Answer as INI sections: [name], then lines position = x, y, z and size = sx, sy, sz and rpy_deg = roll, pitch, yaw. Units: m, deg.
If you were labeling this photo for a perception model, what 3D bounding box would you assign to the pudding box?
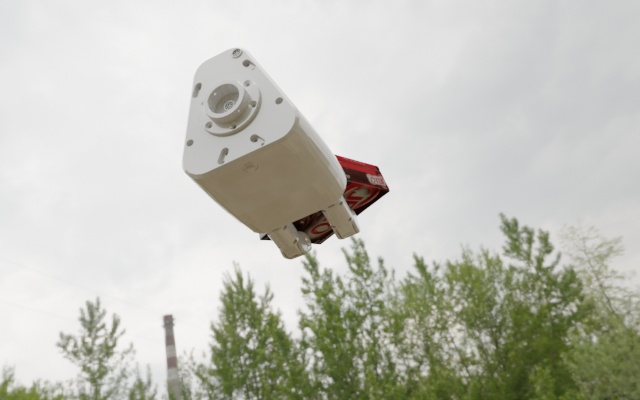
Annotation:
[pudding box]
position = 0.000, 0.001, 0.487
size = 0.090, 0.039, 0.113
rpy_deg = 10, -39, -45
